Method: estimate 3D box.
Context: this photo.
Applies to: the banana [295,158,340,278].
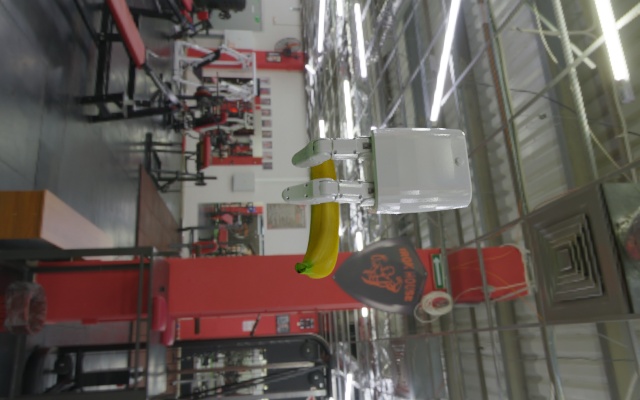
[{"bbox_3d":[0.003,0.017,0.561,0.037,0.197,0.070,-3,-42,9],"label":"banana"}]
